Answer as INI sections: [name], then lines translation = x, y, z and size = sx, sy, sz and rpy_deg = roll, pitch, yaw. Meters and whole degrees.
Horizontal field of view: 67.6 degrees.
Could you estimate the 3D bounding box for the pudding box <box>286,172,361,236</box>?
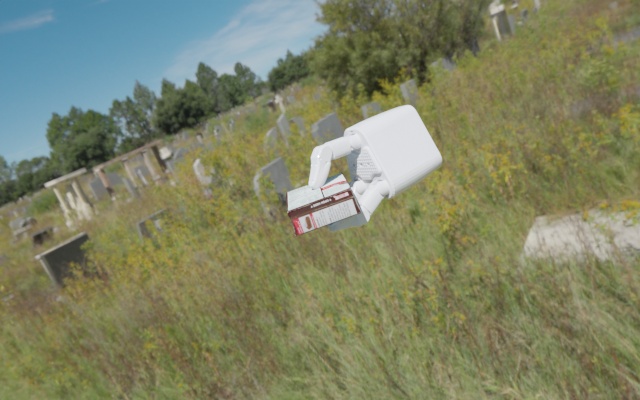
[pudding box]
translation = 0.000, 0.002, 0.648
size = 0.090, 0.039, 0.113
rpy_deg = -21, 13, 1
